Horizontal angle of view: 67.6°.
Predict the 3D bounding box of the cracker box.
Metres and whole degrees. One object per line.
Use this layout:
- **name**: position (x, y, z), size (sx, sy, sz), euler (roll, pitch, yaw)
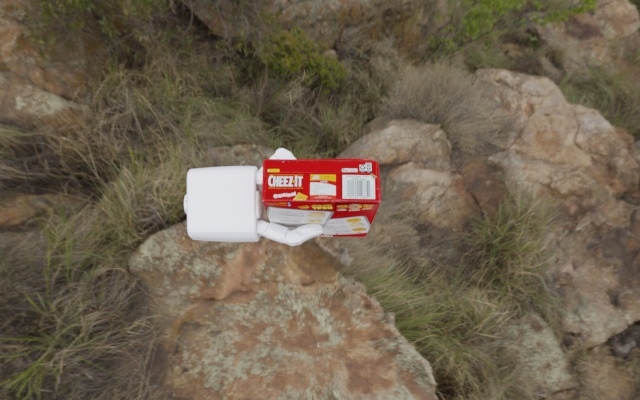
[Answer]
- **cracker box**: position (0.000, 0.003, 0.751), size (0.164, 0.072, 0.214), euler (0, -17, 0)
